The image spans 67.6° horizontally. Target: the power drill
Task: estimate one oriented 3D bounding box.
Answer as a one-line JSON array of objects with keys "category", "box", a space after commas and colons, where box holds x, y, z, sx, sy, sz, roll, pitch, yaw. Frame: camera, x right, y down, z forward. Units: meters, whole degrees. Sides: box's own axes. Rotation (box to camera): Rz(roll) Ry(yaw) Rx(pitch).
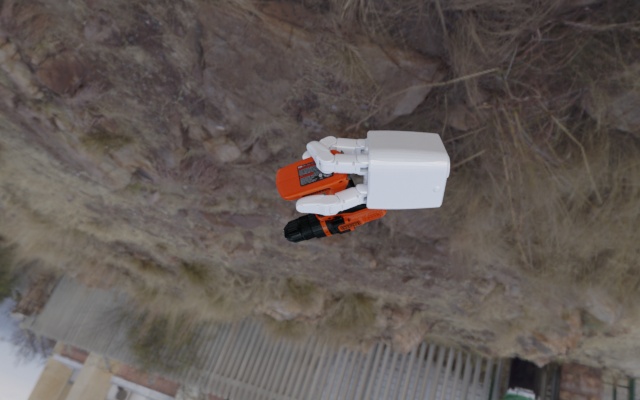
[{"category": "power drill", "box": [0.000, 0.002, 0.756, 0.184, 0.057, 0.188, -20, -28, 11]}]
